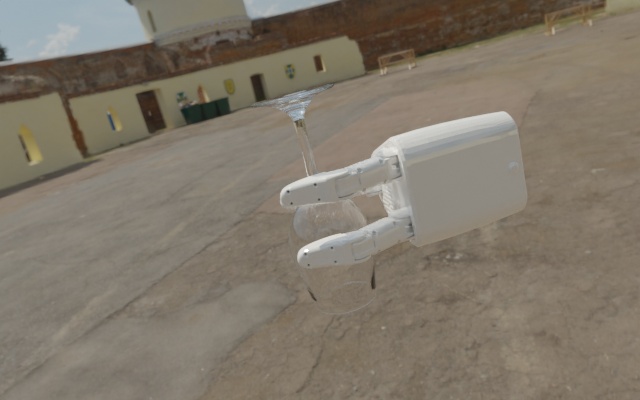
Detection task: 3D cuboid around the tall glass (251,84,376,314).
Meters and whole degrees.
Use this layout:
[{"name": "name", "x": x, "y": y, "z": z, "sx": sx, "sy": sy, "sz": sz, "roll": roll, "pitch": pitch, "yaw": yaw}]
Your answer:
[{"name": "tall glass", "x": 0.000, "y": 0.001, "z": 0.438, "sx": 0.079, "sy": 0.201, "sz": 0.079, "roll": -13, "pitch": 15, "yaw": 4}]
